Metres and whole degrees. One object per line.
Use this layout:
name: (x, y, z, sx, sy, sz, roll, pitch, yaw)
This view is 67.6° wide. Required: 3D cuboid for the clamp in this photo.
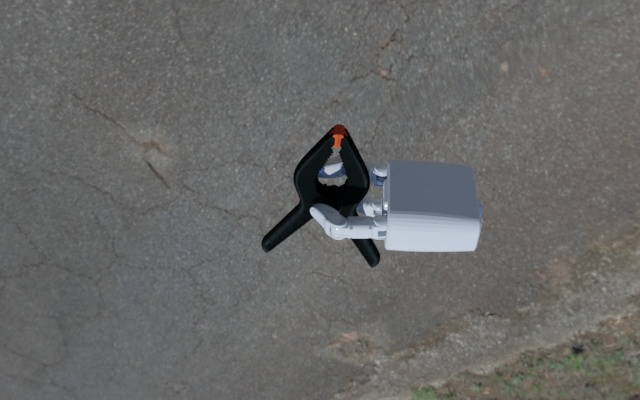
clamp: (0.000, 0.002, 0.611, 0.164, 0.210, 0.036, 2, 36, 3)
